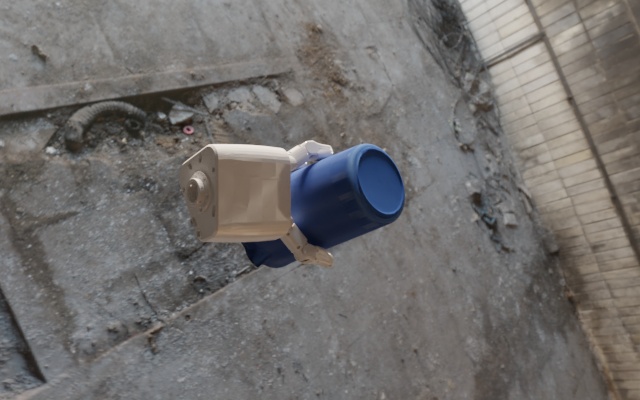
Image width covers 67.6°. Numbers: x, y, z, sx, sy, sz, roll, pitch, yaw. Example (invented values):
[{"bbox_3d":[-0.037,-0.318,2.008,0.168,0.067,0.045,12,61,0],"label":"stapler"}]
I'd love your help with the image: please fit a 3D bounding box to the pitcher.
[{"bbox_3d":[0.000,0.002,0.687,0.145,0.149,0.243,2,-18,-43],"label":"pitcher"}]
